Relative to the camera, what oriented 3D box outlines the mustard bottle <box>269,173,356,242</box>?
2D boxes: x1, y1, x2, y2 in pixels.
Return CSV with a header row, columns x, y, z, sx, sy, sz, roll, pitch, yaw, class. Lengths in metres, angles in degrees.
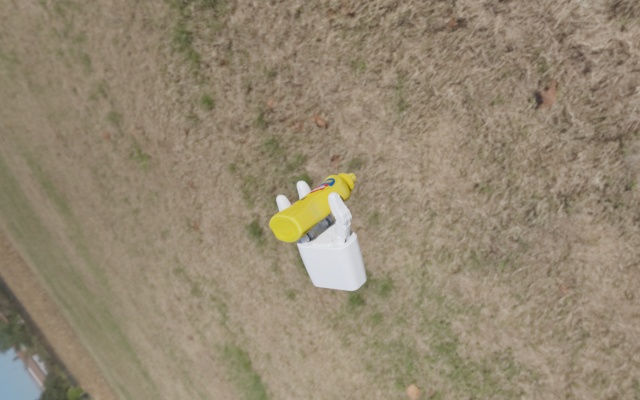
x,y,z,sx,sy,sz,roll,pitch,yaw,class
0.000,0.003,0.882,0.191,0.058,0.096,-37,9,-33,mustard bottle
